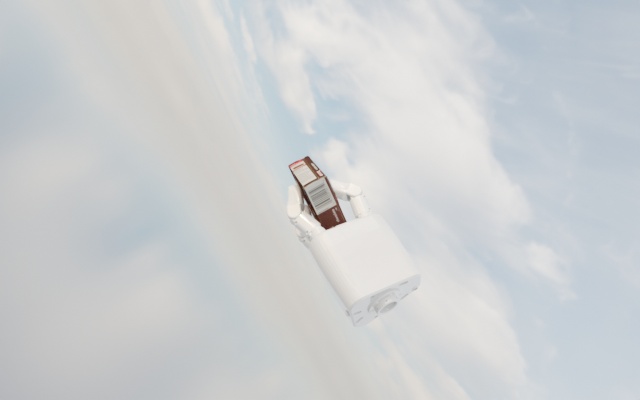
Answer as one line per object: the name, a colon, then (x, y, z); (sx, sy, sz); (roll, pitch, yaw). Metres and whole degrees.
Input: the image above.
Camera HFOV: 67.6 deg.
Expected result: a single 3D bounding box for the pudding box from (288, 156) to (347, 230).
pudding box: (0.000, 0.002, 0.685); (0.039, 0.113, 0.090); (-27, 29, -7)
